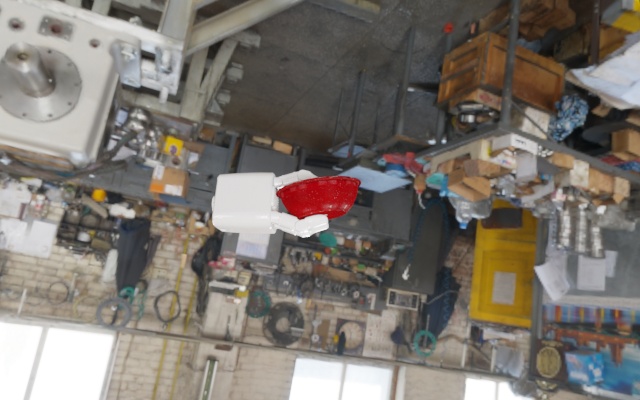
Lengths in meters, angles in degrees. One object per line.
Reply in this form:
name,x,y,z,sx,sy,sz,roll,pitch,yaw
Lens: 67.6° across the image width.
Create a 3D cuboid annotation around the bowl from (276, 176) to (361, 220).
bowl,0.001,0.003,0.889,0.162,0.055,0.162,-8,-13,-2
